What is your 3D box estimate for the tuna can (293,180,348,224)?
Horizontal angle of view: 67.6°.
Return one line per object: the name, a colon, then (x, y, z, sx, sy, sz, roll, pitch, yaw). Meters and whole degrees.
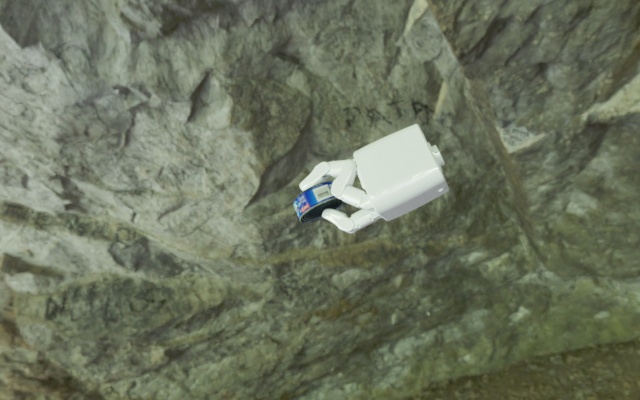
tuna can: (0.000, 0.002, 0.769, 0.086, 0.033, 0.086, -22, -17, -7)
